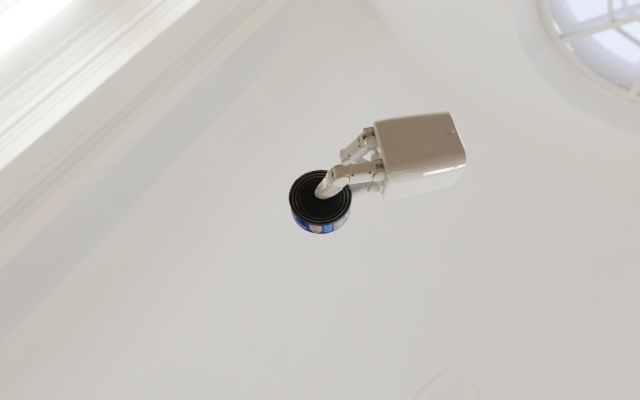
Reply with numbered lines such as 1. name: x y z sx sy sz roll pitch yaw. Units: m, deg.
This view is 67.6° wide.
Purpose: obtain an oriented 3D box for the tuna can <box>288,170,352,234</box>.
1. tuna can: 0.000 0.002 0.656 0.086 0.086 0.034 0 -29 2
